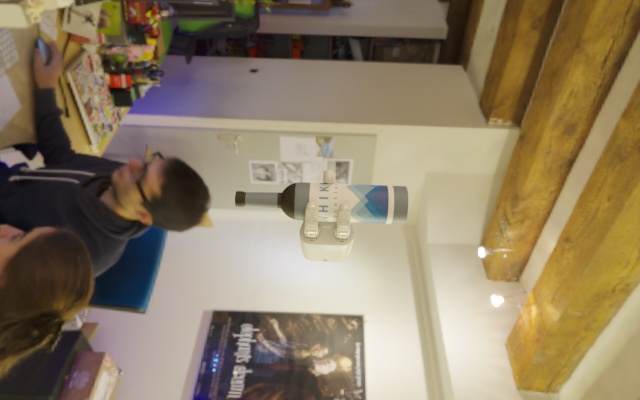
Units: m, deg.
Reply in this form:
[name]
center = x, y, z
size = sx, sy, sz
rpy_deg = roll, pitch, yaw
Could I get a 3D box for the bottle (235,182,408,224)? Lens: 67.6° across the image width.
[bottle]
center = 0.000, 0.003, 0.831
size = 0.296, 0.069, 0.069
rpy_deg = 2, 0, 0
